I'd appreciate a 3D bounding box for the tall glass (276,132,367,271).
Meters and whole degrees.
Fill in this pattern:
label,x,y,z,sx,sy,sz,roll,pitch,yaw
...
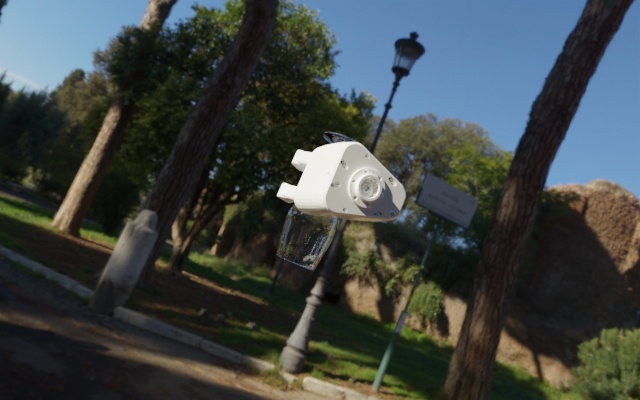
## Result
label,x,y,z,sx,sy,sz,roll,pitch,yaw
tall glass,0.000,0.002,0.720,0.079,0.201,0.079,23,-7,3
